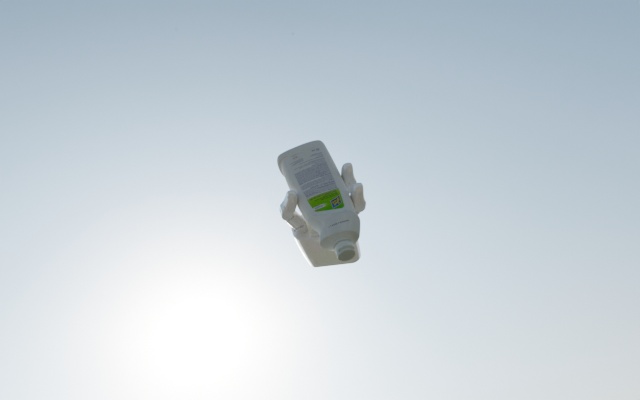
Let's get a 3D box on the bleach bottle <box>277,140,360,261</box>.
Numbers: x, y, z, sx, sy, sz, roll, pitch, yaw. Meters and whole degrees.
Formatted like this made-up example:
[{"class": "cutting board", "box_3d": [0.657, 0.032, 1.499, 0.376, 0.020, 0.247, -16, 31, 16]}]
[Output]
[{"class": "bleach bottle", "box_3d": [0.000, 0.003, 0.828, 0.102, 0.250, 0.068, -23, -42, 2]}]
